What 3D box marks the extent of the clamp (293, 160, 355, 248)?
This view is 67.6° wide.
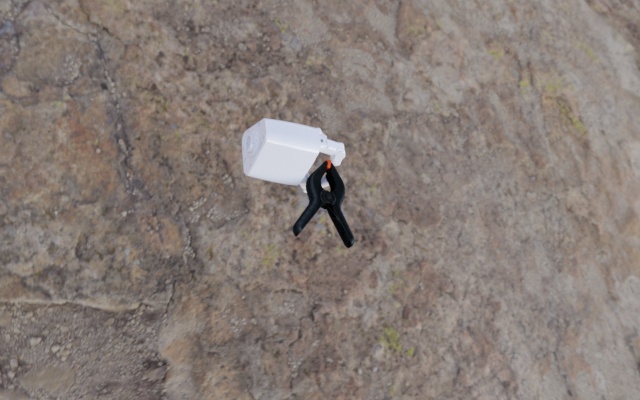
[{"bbox_3d":[0.001,0.003,0.880,0.120,0.171,0.039,9,-29,-32],"label":"clamp"}]
